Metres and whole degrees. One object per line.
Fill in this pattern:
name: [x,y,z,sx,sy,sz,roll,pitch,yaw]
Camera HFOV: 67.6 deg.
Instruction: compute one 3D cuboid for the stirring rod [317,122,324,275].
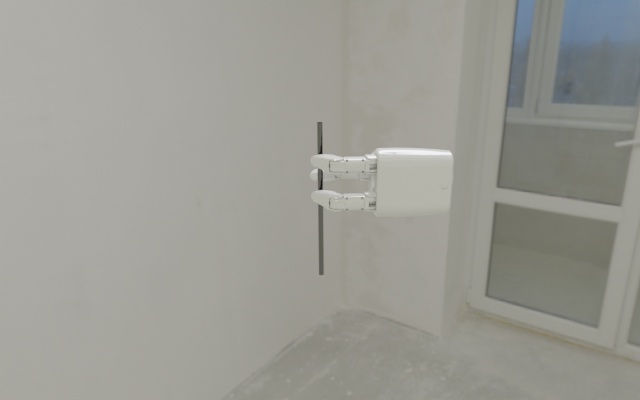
stirring rod: [0.000,0.002,0.725,0.011,0.239,0.011,-1,17,0]
